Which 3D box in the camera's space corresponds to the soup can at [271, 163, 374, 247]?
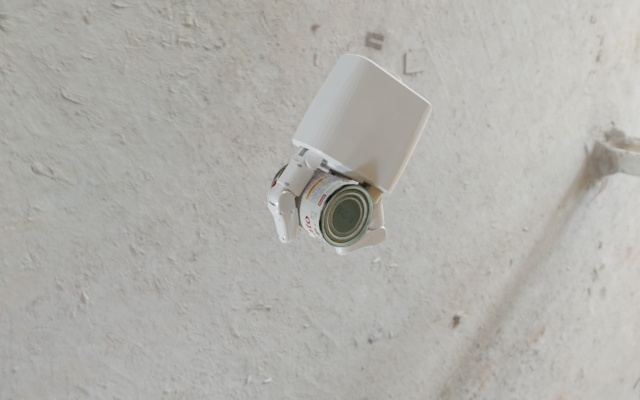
[{"bbox_3d":[0.000,0.002,0.508,0.068,0.068,0.102,0,17,-36],"label":"soup can"}]
